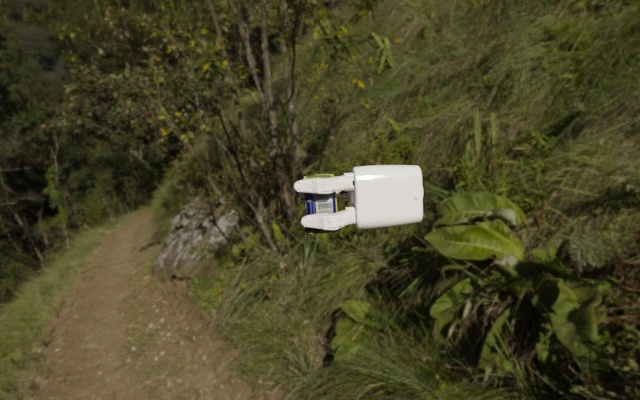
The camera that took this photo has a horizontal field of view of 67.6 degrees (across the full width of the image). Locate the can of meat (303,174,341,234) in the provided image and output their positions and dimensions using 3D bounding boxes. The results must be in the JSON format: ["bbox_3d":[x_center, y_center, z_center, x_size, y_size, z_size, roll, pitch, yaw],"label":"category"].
[{"bbox_3d":[0.000,0.002,0.785,0.057,0.084,0.102,-3,9,-1],"label":"can of meat"}]
